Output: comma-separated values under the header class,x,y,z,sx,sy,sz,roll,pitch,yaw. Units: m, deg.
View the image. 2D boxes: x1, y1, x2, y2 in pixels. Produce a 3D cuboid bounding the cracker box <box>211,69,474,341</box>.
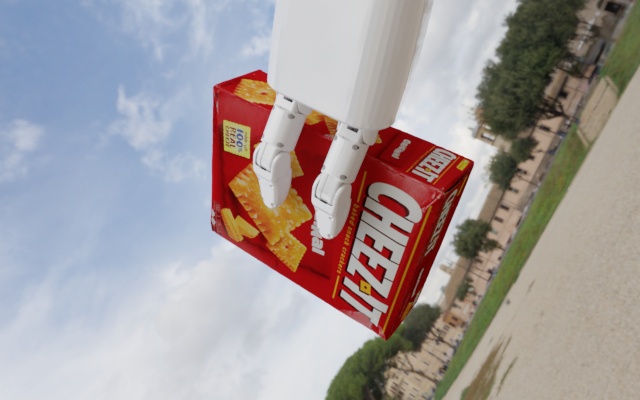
class,x,y,z,sx,sy,sz,roll,pitch,yaw
cracker box,0.000,0.001,0.425,0.213,0.164,0.072,28,39,22
